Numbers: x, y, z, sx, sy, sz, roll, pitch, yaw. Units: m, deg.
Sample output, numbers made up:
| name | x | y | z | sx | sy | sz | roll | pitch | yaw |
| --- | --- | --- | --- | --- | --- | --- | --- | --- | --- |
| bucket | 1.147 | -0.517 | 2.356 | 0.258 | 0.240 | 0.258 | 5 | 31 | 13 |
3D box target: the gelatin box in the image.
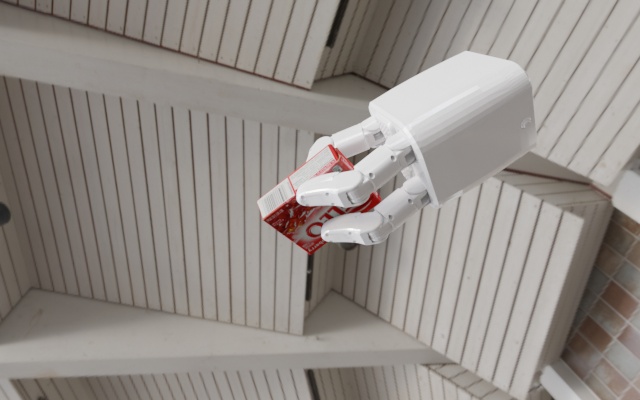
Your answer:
| name | x | y | z | sx | sy | sz | roll | pitch | yaw |
| --- | --- | --- | --- | --- | --- | --- | --- | --- | --- |
| gelatin box | 0.000 | 0.001 | 0.435 | 0.089 | 0.030 | 0.073 | -37 | -47 | 13 |
